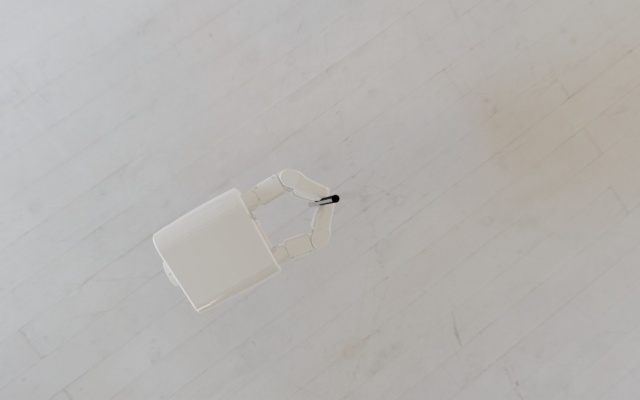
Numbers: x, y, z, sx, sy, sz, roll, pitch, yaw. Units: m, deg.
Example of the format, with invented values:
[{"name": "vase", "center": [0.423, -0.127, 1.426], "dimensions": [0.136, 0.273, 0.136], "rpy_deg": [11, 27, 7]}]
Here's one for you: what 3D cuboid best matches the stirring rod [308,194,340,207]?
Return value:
[{"name": "stirring rod", "center": [0.000, 0.002, 0.565], "dimensions": [0.011, 0.011, 0.239], "rpy_deg": [0, -2, -7]}]
